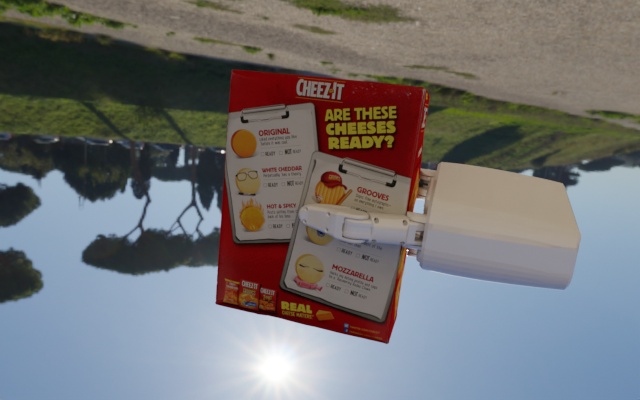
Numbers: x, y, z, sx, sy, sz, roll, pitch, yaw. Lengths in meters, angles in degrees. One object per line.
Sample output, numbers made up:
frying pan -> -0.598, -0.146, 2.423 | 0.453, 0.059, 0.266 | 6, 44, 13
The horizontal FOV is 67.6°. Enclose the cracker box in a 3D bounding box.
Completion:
cracker box -> 0.000, 0.002, 0.428 | 0.164, 0.214, 0.072 | 9, 12, 14
